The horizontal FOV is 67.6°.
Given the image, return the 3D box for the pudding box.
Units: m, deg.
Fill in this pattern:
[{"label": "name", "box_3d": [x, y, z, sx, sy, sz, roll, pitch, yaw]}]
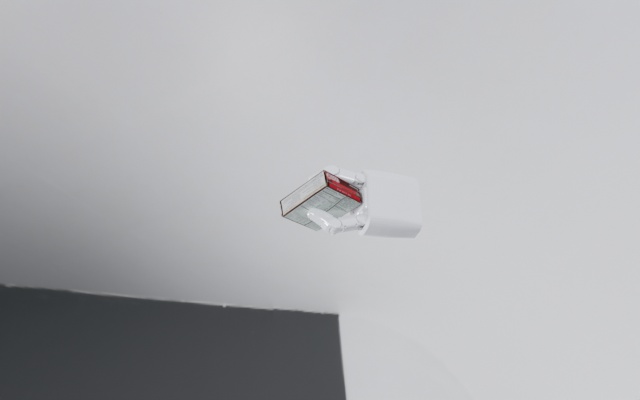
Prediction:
[{"label": "pudding box", "box_3d": [0.000, 0.003, 0.820, 0.113, 0.039, 0.090, -35, -43, 30]}]
